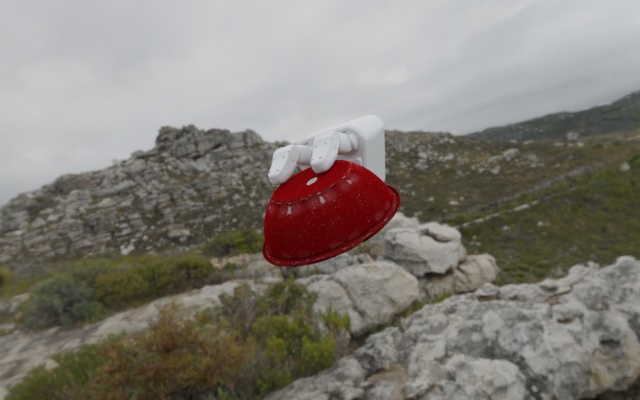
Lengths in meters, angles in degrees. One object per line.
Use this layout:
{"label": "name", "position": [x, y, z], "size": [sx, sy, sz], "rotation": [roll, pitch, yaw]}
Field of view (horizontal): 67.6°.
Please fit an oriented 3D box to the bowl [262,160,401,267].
{"label": "bowl", "position": [0.000, 0.002, 0.509], "size": [0.162, 0.055, 0.162], "rotation": [-21, 21, 9]}
